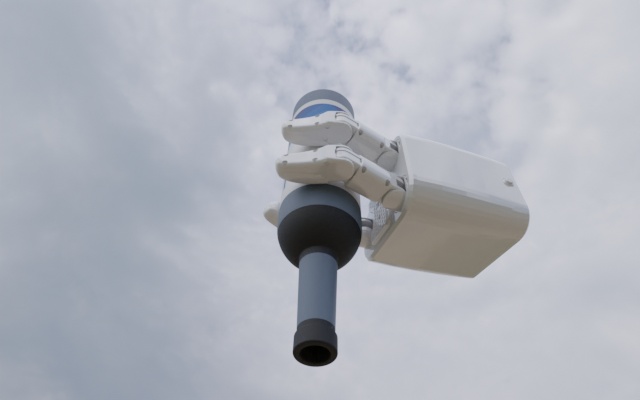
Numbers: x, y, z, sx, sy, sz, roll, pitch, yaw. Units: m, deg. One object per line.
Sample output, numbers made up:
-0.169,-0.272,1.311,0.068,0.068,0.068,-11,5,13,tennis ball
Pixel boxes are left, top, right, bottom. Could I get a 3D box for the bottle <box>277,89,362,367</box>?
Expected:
0.000,0.001,0.401,0.069,0.069,0.295,0,38,2,bottle
